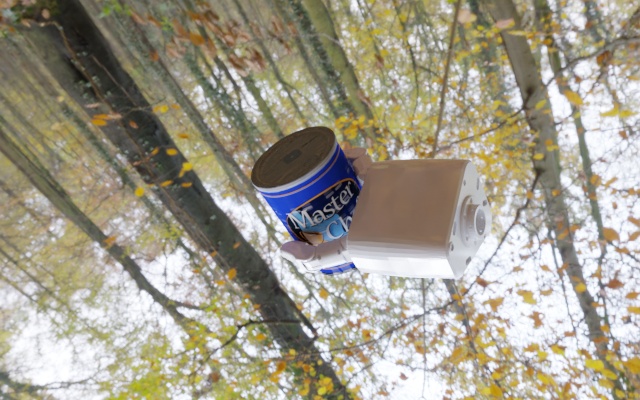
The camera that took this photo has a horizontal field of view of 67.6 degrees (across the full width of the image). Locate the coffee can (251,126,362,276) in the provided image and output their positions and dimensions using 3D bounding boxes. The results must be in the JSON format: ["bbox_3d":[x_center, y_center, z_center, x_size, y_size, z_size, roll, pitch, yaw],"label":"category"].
[{"bbox_3d":[0.000,0.002,0.546,0.103,0.140,0.102,-22,34,15],"label":"coffee can"}]
